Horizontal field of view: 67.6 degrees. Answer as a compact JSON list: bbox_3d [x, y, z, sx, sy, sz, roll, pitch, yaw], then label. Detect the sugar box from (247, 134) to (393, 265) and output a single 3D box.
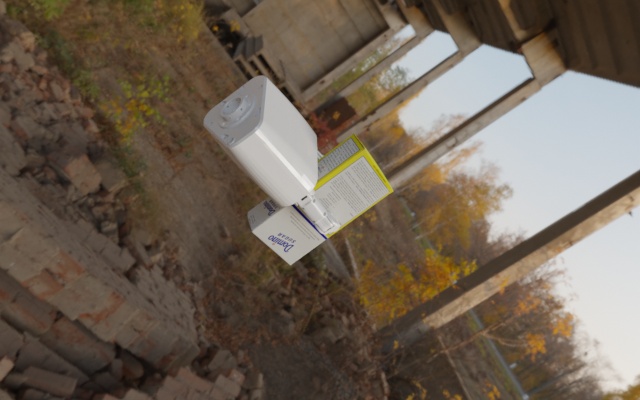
[{"bbox_3d":[0.000,0.002,0.627,0.176,0.048,0.093,-34,-49,9],"label":"sugar box"}]
